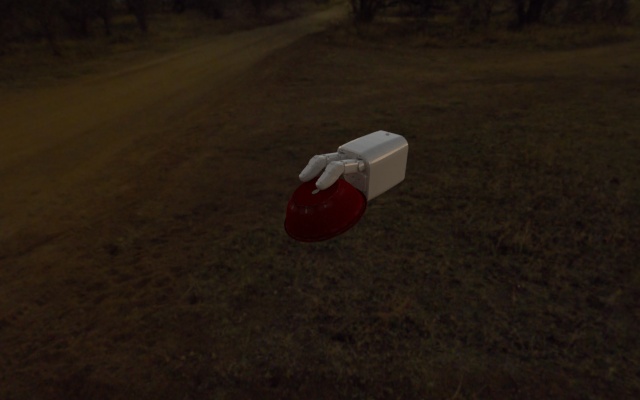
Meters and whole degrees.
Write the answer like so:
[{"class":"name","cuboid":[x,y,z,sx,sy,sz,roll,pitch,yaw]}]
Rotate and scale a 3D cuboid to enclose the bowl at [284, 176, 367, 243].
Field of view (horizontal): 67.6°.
[{"class":"bowl","cuboid":[-0.001,0.003,0.865,0.162,0.055,0.162,-16,33,11]}]
